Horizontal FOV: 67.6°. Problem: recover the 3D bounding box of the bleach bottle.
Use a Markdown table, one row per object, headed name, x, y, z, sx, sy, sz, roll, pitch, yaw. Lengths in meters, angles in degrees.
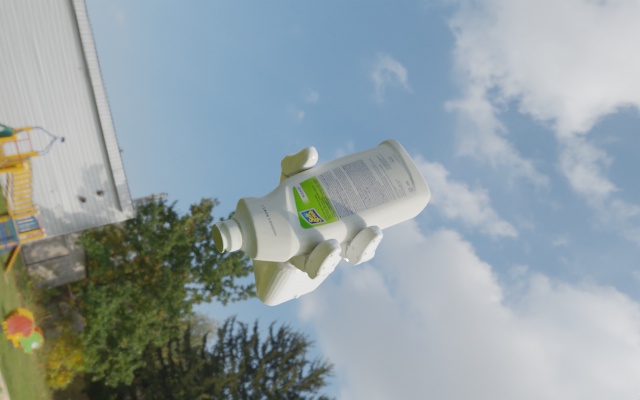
| name | x | y | z | sx | sy | sz | roll | pitch | yaw |
| --- | --- | --- | --- | --- | --- | --- | --- | --- | --- |
| bleach bottle | 0.000 | 0.002 | 0.528 | 0.251 | 0.102 | 0.068 | -15 | -27 | -31 |
